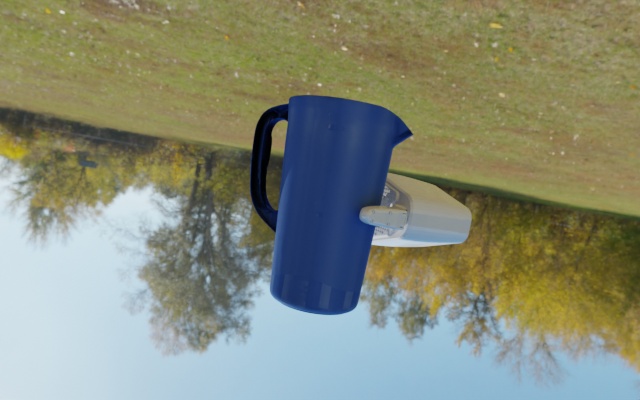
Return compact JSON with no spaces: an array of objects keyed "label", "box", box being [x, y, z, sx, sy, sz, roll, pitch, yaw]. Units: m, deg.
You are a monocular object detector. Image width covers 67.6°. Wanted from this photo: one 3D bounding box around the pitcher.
[{"label":"pitcher","box":[0.000,0.002,0.569,0.145,0.243,0.149,8,4,-30]}]
